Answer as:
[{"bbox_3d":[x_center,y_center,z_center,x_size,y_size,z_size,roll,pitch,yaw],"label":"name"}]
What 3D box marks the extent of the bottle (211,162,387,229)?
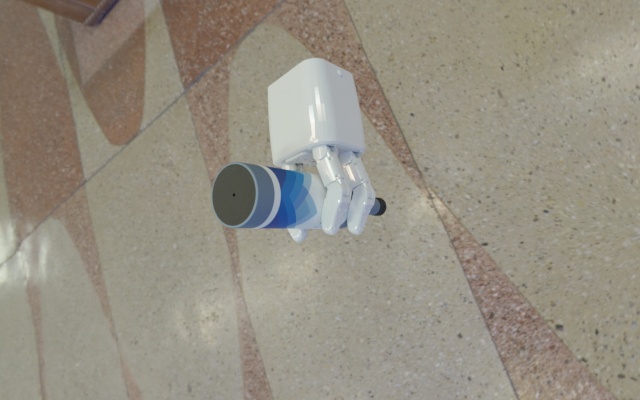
[{"bbox_3d":[0.000,0.002,0.592,0.069,0.069,0.296,0,-3,36],"label":"bottle"}]
